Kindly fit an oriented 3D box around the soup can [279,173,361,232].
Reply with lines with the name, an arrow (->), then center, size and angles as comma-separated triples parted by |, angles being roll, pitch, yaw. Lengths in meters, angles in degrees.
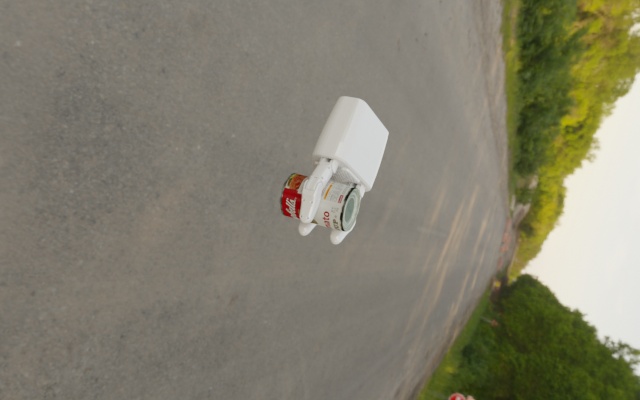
soup can -> 0.000, 0.003, 0.706 | 0.102, 0.068, 0.068 | 14, 5, 23
